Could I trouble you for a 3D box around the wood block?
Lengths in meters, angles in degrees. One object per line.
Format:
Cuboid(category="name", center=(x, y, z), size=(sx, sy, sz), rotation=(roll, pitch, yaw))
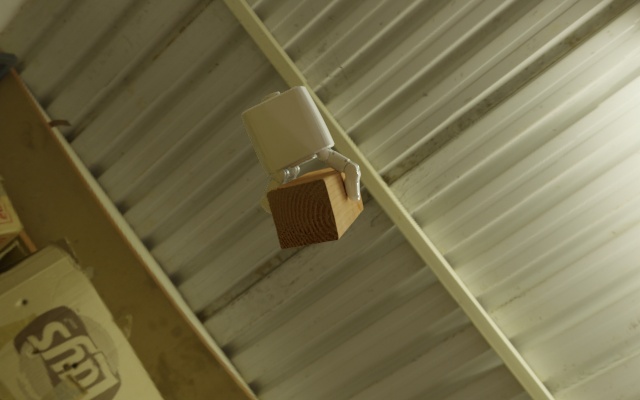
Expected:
Cuboid(category="wood block", center=(0.000, 0.002, 0.766), size=(0.091, 0.090, 0.206), rotation=(-12, 8, 17))
